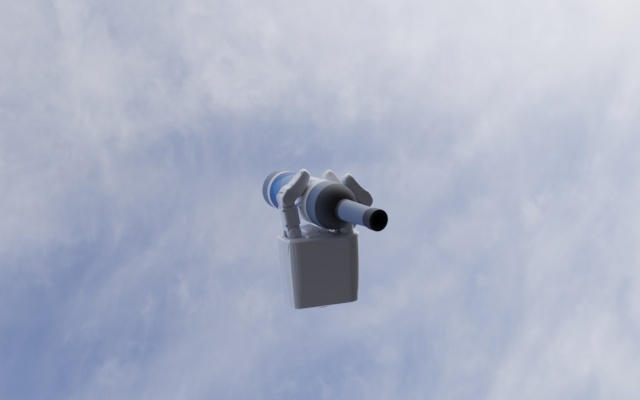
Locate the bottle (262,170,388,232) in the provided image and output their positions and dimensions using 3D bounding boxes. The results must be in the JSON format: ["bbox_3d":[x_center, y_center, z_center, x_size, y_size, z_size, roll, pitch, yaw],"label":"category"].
[{"bbox_3d":[0.000,0.002,0.693,0.069,0.069,0.295,0,8,-29],"label":"bottle"}]
